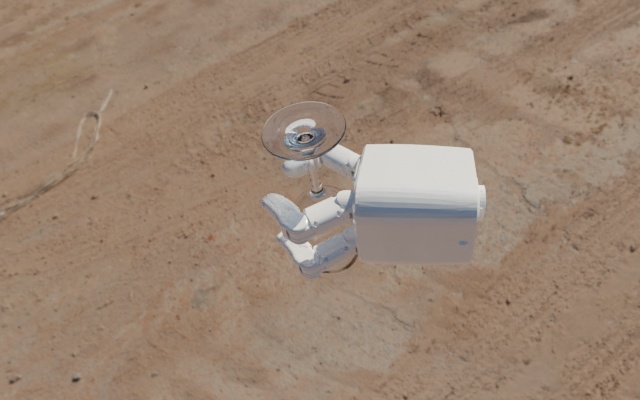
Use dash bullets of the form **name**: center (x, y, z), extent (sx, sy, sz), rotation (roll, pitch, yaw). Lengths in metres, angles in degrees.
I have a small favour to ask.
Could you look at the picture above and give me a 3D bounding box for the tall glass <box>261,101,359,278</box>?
- **tall glass**: center (0.000, 0.001, 0.485), extent (0.079, 0.079, 0.201), rotation (0, -39, 11)
